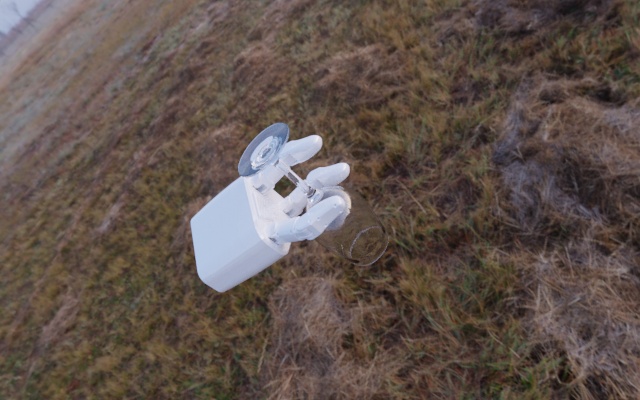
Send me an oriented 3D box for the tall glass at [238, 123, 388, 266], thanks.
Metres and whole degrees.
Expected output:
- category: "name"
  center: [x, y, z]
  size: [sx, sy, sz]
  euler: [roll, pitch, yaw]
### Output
- category: "tall glass"
  center: [0.000, 0.001, 0.563]
  size: [0.079, 0.079, 0.201]
  euler: [0, -35, 50]
